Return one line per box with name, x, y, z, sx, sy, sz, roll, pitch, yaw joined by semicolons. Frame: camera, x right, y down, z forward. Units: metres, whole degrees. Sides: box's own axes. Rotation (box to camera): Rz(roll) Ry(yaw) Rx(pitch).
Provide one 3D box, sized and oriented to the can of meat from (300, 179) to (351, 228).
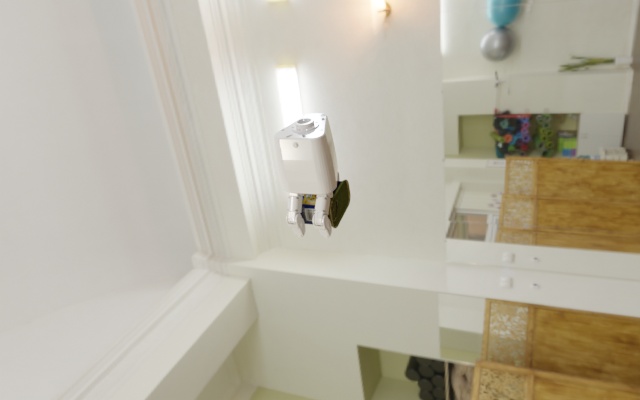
can of meat;0.000;0.003;0.893;0.084;0.057;0.102;4;37;22
